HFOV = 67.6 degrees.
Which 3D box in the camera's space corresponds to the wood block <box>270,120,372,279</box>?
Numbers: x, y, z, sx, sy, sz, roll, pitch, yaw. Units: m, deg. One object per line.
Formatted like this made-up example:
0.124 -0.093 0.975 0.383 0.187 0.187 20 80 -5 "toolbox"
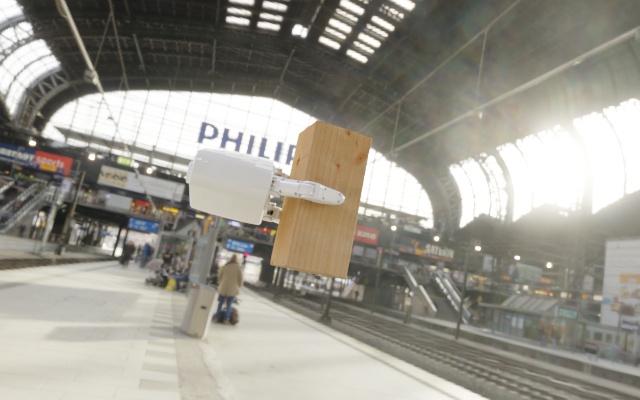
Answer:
0.000 0.002 0.696 0.090 0.206 0.091 15 -10 -19 "wood block"
